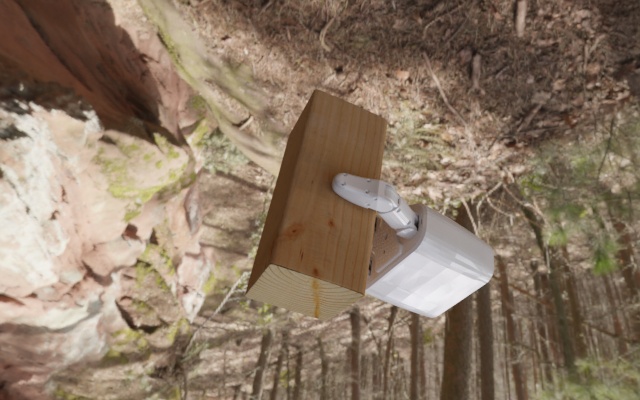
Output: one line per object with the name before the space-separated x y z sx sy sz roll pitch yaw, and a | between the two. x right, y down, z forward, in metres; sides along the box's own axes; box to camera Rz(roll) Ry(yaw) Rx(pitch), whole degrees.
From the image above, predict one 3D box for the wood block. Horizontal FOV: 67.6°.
wood block | 0.001 0.002 0.487 0.090 0.206 0.091 21 -34 -14
